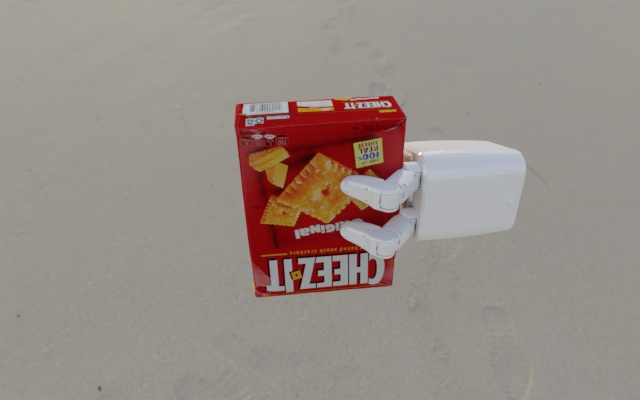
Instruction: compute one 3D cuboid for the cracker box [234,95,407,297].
[{"bbox_3d":[0.000,0.001,0.518,0.164,0.214,0.072,-4,32,-4],"label":"cracker box"}]
